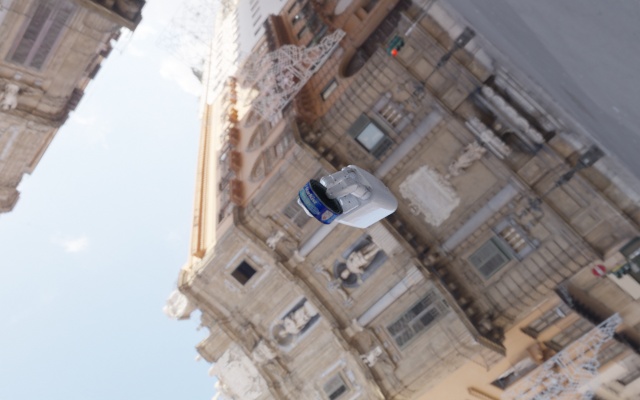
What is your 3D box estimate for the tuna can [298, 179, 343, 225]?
[{"bbox_3d":[0.000,0.003,0.878,0.034,0.086,0.086,-43,-15,17],"label":"tuna can"}]
